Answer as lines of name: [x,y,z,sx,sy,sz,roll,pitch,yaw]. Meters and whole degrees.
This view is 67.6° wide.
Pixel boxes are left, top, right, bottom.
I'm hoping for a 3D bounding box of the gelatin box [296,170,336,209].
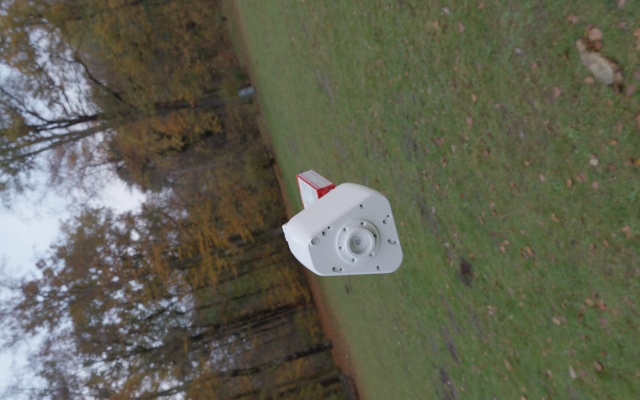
gelatin box: [0.000,0.002,0.683,0.030,0.073,0.089,-20,23,-17]
